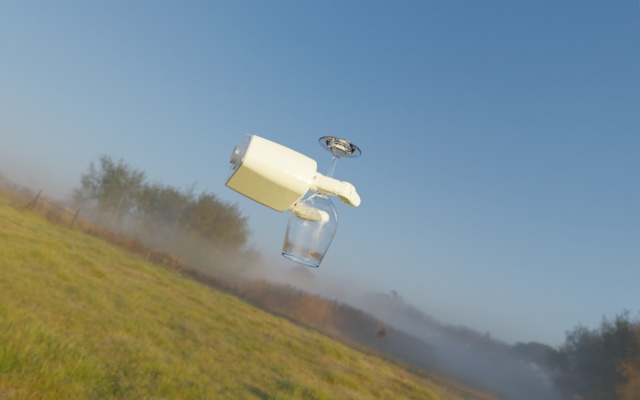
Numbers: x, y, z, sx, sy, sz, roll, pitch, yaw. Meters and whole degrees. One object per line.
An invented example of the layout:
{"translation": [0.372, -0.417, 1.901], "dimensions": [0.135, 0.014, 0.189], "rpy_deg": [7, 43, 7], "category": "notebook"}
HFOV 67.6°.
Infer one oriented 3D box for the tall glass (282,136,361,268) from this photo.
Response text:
{"translation": [0.000, 0.002, 0.763], "dimensions": [0.079, 0.201, 0.079], "rpy_deg": [18, -14, 5], "category": "tall glass"}
